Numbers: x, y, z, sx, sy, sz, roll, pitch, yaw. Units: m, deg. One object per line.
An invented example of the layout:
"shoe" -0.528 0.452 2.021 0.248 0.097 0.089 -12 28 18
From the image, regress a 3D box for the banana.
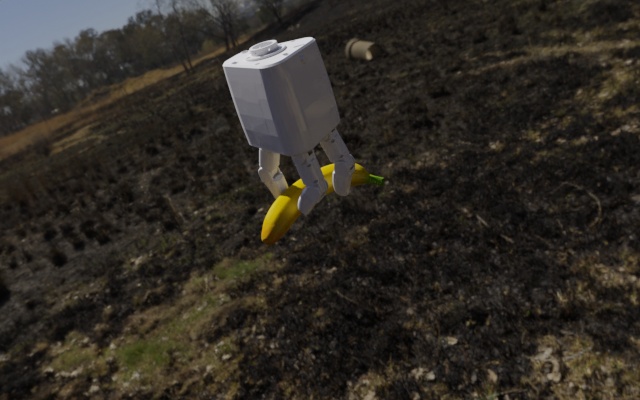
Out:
"banana" -0.008 -0.008 0.647 0.197 0.037 0.069 -29 41 -23
